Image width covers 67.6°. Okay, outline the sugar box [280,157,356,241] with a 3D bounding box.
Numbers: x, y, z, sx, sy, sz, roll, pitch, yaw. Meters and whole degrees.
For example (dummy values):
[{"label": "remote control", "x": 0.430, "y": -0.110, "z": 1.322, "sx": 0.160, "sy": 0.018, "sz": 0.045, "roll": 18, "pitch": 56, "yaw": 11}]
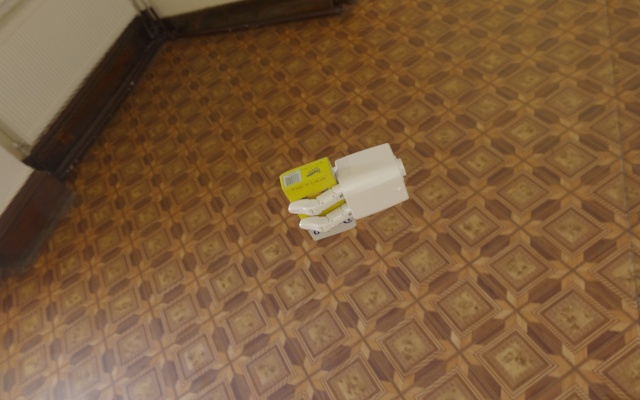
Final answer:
[{"label": "sugar box", "x": 0.000, "y": 0.003, "z": 0.892, "sx": 0.093, "sy": 0.048, "sz": 0.176, "roll": -20, "pitch": -42, "yaw": 9}]
